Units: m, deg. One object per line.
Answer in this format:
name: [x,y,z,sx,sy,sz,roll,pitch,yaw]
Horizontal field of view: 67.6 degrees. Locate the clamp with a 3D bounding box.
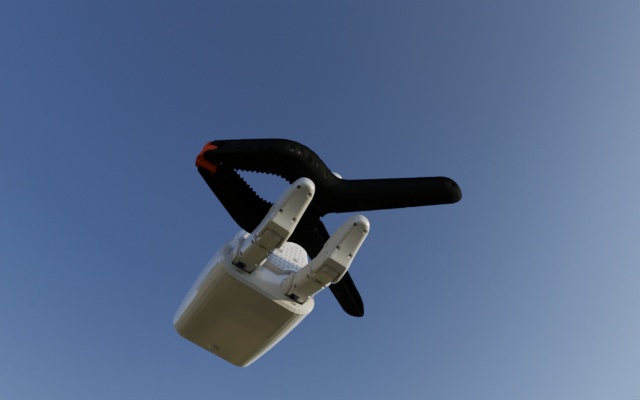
clamp: [0.000,0.001,0.405,0.210,0.165,0.036,33,26,-14]
